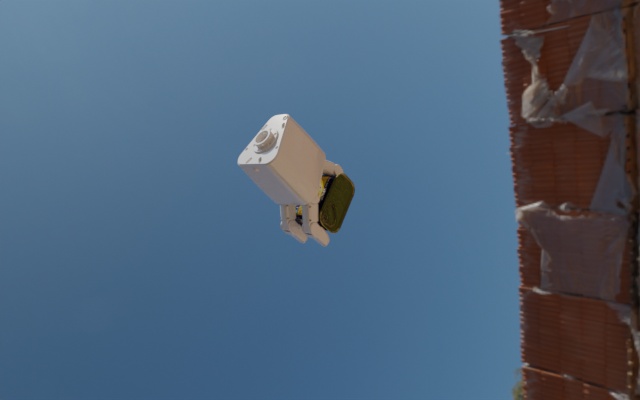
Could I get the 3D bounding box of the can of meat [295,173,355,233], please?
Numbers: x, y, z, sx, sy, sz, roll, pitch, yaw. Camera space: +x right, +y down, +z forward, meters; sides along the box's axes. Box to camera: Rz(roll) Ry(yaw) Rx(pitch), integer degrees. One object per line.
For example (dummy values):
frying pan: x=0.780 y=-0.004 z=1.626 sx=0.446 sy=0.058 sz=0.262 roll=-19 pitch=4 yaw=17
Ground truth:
can of meat: x=0.000 y=0.003 z=0.837 sx=0.084 sy=0.102 sz=0.057 roll=3 pitch=-29 yaw=42
